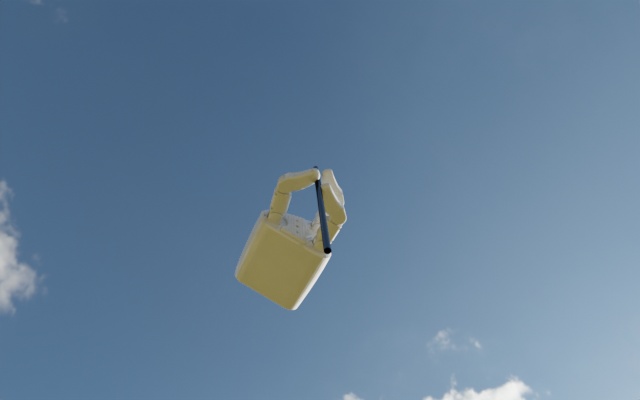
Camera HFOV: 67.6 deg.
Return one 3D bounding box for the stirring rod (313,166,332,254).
[{"bbox_3d":[0.000,0.002,0.592,0.011,0.011,0.239,0,24,-4],"label":"stirring rod"}]
